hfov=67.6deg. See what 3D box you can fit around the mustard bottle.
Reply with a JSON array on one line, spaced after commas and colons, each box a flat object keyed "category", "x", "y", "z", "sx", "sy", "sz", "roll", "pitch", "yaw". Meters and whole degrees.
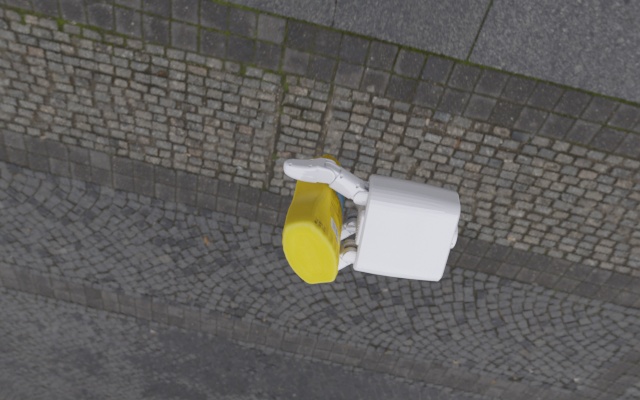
[{"category": "mustard bottle", "x": 0.000, "y": 0.002, "z": 0.590, "sx": 0.058, "sy": 0.096, "sz": 0.191, "roll": -10, "pitch": 37, "yaw": 16}]
